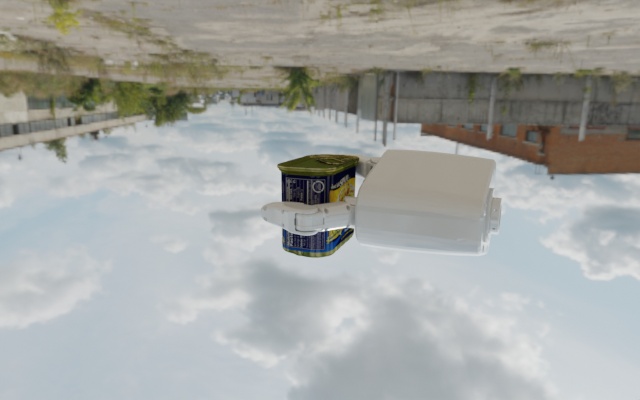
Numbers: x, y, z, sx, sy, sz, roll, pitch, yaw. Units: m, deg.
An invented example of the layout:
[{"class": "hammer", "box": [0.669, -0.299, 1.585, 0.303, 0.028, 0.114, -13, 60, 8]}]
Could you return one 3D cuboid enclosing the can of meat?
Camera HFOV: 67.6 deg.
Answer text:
[{"class": "can of meat", "box": [0.000, 0.002, 0.472, 0.057, 0.084, 0.102, 5, 13, 21]}]
